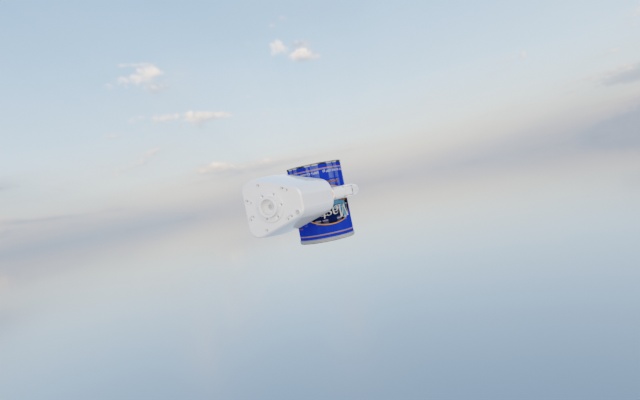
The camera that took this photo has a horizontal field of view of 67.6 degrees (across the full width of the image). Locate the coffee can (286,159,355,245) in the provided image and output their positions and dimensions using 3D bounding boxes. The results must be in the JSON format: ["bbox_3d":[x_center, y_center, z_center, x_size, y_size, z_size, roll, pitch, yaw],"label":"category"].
[{"bbox_3d":[0.000,0.003,0.885,0.103,0.140,0.103,-11,1,0],"label":"coffee can"}]
